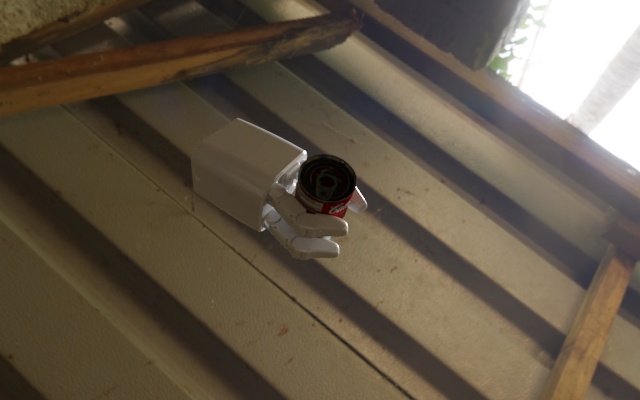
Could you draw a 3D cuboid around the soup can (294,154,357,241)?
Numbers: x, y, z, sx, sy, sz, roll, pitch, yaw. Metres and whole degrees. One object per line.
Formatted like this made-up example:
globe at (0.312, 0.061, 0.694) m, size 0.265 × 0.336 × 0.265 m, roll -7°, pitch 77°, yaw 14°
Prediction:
soup can at (0.001, 0.002, 0.583) m, size 0.068 × 0.068 × 0.102 m, roll 0°, pitch -34°, yaw -11°
